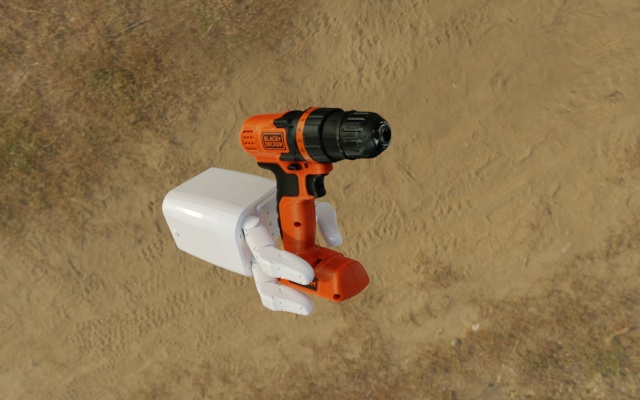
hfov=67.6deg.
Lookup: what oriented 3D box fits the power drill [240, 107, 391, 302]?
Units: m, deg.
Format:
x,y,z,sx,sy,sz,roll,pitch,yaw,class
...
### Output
x,y,z,sx,sy,sz,roll,pitch,yaw,class
0.000,0.002,0.475,0.057,0.188,0.184,-21,20,-40,power drill
